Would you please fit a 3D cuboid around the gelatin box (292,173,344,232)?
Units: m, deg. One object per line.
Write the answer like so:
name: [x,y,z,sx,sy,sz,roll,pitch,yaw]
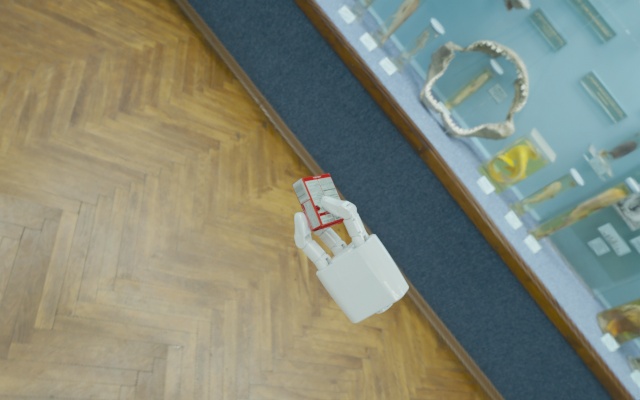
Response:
gelatin box: [0.000,0.002,0.801,0.030,0.089,0.073,-30,-10,40]
